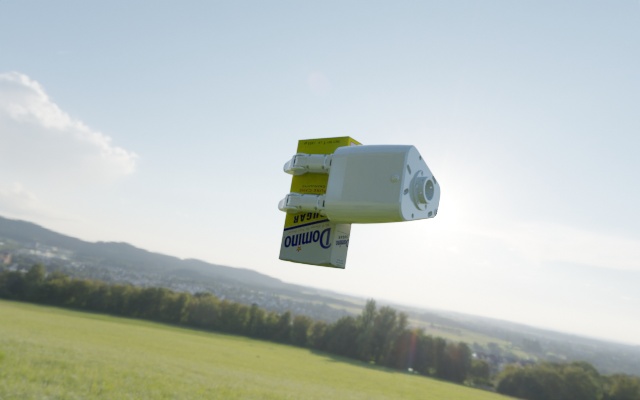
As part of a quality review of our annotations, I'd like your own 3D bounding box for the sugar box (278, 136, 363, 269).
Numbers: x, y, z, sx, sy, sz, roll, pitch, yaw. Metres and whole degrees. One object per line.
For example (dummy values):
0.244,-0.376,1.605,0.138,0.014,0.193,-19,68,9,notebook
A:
0.000,0.002,0.663,0.093,0.176,0.048,0,-15,38,sugar box
